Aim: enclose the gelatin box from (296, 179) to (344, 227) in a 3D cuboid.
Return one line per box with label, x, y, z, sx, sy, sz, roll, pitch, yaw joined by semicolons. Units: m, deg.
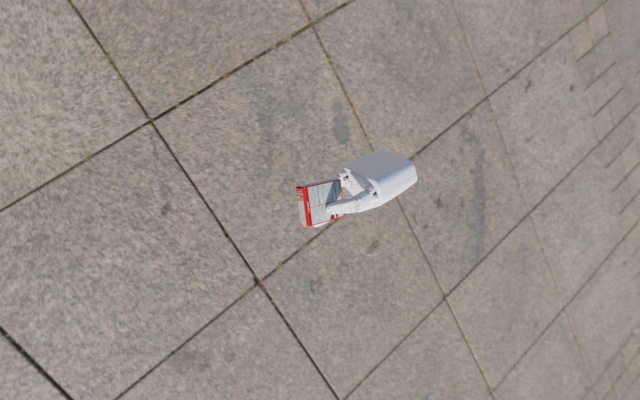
gelatin box;0.000;0.003;0.880;0.089;0.073;0.030;-15;13;-38
